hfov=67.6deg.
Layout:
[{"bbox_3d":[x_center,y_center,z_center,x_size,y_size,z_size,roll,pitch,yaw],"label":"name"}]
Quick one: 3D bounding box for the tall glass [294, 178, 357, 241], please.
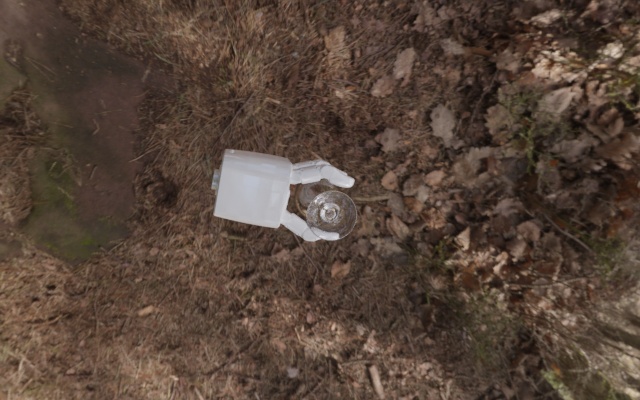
[{"bbox_3d":[0.000,0.003,0.784,0.079,0.079,0.201,0,11,-9],"label":"tall glass"}]
